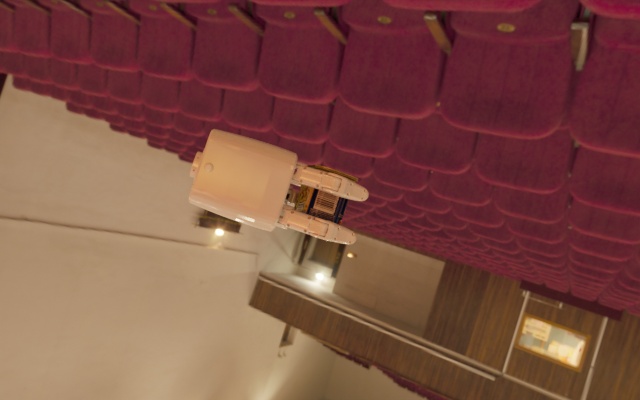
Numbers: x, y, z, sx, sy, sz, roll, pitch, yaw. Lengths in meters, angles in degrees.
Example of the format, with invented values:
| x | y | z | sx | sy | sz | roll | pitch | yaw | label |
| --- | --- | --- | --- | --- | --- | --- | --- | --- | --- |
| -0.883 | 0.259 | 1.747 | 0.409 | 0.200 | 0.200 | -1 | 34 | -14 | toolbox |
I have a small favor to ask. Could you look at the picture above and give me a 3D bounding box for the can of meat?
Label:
| x | y | z | sx | sy | sz | roll | pitch | yaw | label |
| --- | --- | --- | --- | --- | --- | --- | --- | --- | --- |
| 0.000 | 0.002 | 0.626 | 0.057 | 0.084 | 0.102 | 19 | -2 | -14 | can of meat |
